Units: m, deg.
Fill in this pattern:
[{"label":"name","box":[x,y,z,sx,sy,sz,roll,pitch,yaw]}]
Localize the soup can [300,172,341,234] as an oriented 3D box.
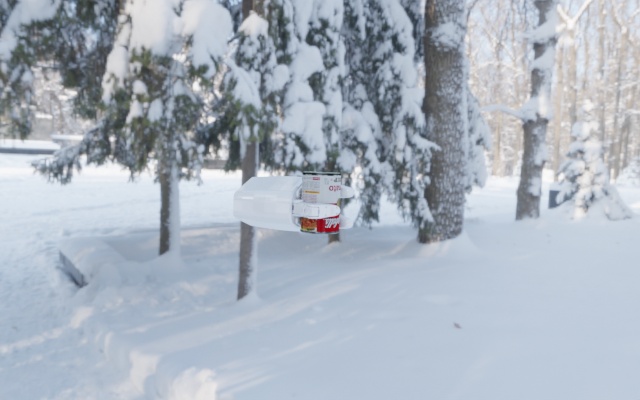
[{"label":"soup can","box":[0.001,0.002,0.818,0.068,0.102,0.068,2,5,0]}]
